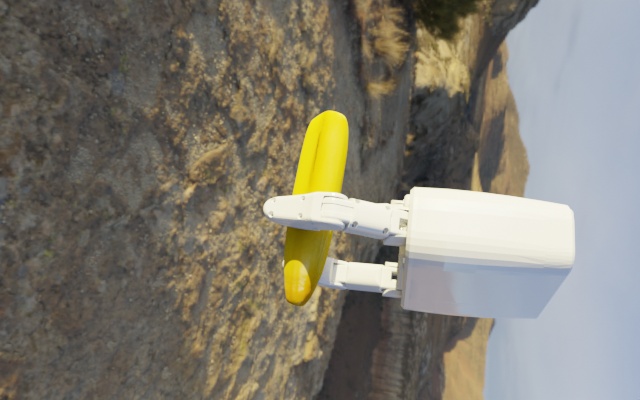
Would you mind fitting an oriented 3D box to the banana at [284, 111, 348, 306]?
[{"bbox_3d":[0.000,-0.014,0.390,0.037,0.197,0.070,6,-41,6],"label":"banana"}]
